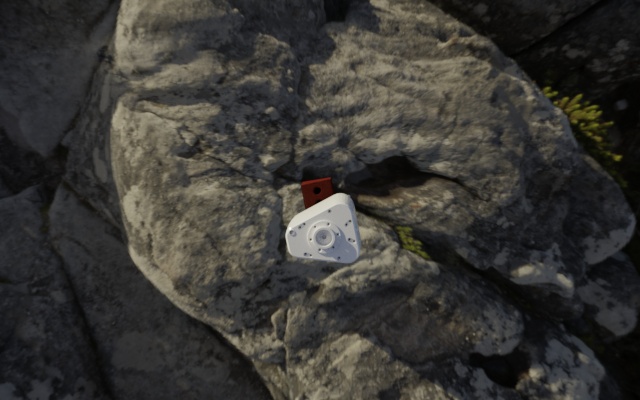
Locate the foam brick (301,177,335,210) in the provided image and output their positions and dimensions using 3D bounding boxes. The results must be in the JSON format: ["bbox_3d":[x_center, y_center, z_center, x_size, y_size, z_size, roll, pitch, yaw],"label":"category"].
[{"bbox_3d":[0.000,0.002,0.821,0.053,0.078,0.051,-11,5,4],"label":"foam brick"}]
